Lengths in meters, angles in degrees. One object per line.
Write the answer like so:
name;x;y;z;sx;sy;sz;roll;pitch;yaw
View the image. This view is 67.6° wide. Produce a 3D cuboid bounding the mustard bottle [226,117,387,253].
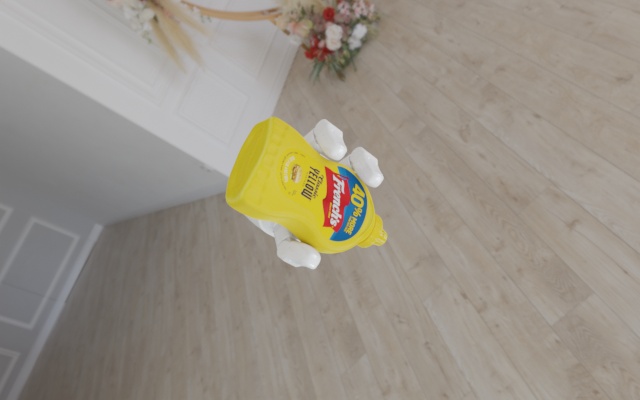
mustard bottle;0.000;0.002;0.500;0.192;0.096;0.058;32;-27;-31
